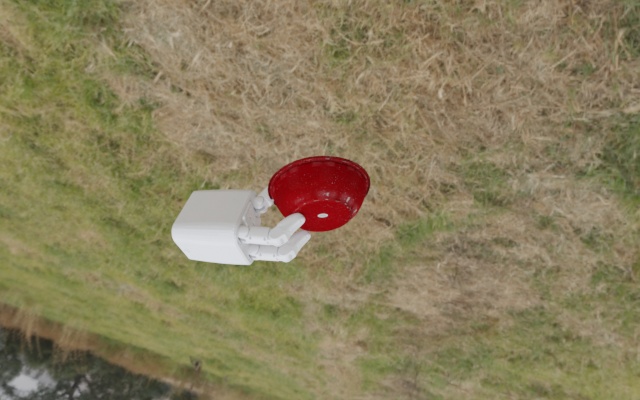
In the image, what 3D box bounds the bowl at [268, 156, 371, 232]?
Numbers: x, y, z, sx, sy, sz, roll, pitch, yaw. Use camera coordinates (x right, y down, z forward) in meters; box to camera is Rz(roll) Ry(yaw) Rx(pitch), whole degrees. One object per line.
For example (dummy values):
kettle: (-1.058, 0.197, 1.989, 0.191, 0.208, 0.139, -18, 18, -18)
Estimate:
bowl: (0.001, 0.002, 0.732, 0.162, 0.055, 0.162, -4, -34, -3)
